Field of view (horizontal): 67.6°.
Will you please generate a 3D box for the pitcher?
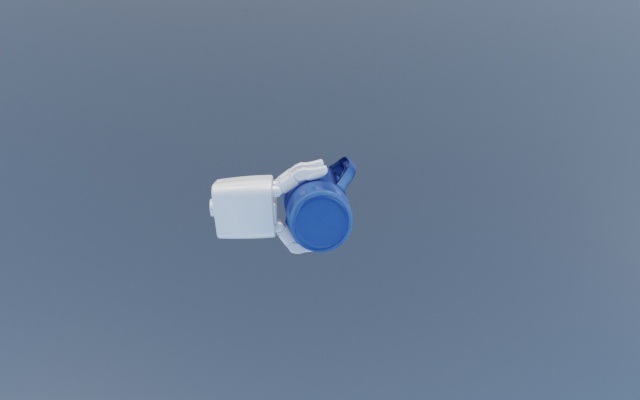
[{"bbox_3d":[0.000,0.003,0.896,0.145,0.149,0.242,-2,12,-4],"label":"pitcher"}]
